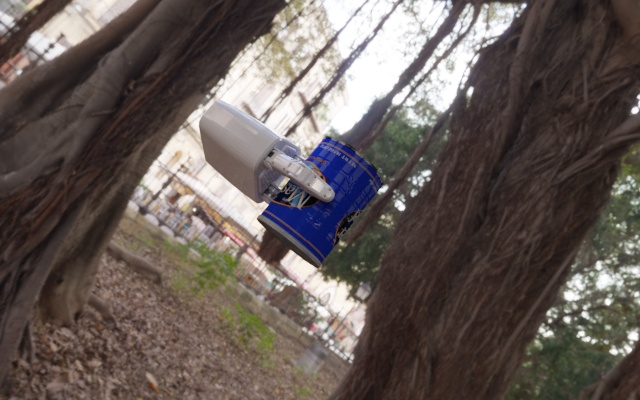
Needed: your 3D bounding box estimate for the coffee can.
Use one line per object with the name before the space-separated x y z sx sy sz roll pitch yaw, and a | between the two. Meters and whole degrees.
coffee can | 0.000 0.002 0.623 0.103 0.140 0.103 37 -11 8
